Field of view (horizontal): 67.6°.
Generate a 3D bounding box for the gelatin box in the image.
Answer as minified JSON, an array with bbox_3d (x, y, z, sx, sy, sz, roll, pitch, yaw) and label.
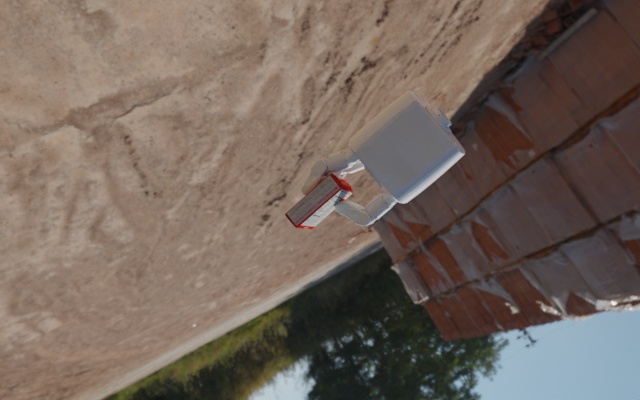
[{"bbox_3d":[0.000,0.003,0.681,0.089,0.030,0.073,-42,-14,9],"label":"gelatin box"}]
